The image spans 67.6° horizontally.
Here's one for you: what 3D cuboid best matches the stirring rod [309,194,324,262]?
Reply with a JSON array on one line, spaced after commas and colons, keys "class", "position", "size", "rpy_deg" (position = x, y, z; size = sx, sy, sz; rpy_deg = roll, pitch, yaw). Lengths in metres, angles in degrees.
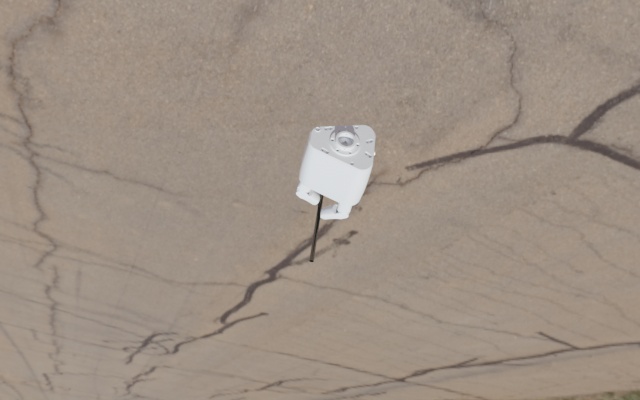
[{"class": "stirring rod", "position": [0.000, 0.003, 0.889], "size": [0.011, 0.239, 0.011], "rpy_deg": [7, -30, 4]}]
